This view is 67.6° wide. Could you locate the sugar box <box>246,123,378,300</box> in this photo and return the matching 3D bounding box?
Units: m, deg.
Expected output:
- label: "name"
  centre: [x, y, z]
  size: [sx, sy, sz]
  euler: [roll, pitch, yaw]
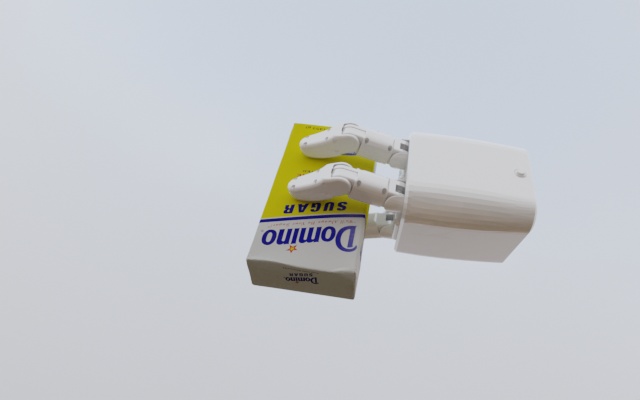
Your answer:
- label: "sugar box"
  centre: [0.000, 0.001, 0.448]
  size: [0.093, 0.176, 0.048]
  euler: [6, -43, 8]
